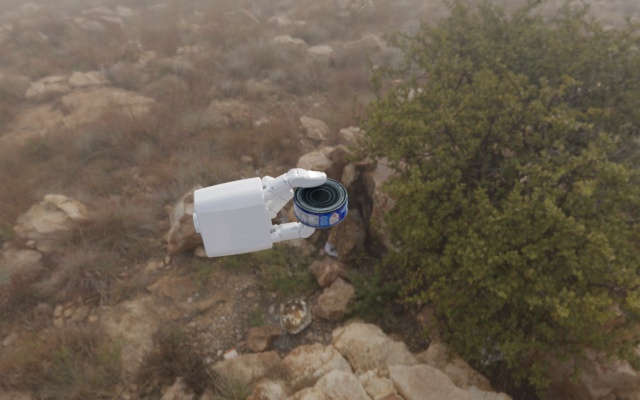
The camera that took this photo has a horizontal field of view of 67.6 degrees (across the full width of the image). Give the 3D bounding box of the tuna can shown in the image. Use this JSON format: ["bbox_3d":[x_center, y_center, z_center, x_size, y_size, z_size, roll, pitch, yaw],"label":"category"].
[{"bbox_3d":[0.000,0.002,0.749,0.086,0.034,0.086,0,42,0],"label":"tuna can"}]
